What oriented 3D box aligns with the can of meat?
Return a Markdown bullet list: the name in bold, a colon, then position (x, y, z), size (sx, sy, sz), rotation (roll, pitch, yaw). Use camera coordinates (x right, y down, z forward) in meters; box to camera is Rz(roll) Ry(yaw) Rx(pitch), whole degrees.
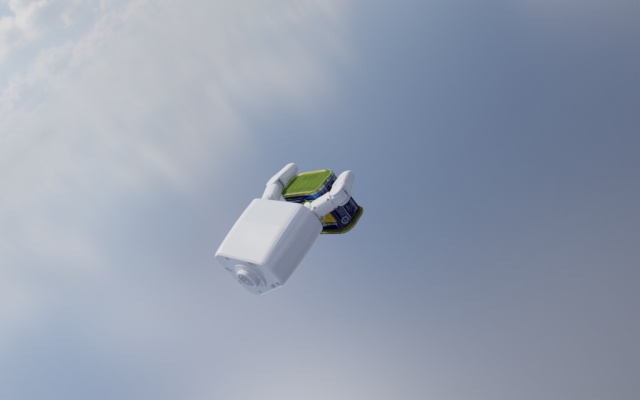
- **can of meat**: position (0.000, 0.002, 0.721), size (0.102, 0.084, 0.057), rotation (-6, 41, 49)
